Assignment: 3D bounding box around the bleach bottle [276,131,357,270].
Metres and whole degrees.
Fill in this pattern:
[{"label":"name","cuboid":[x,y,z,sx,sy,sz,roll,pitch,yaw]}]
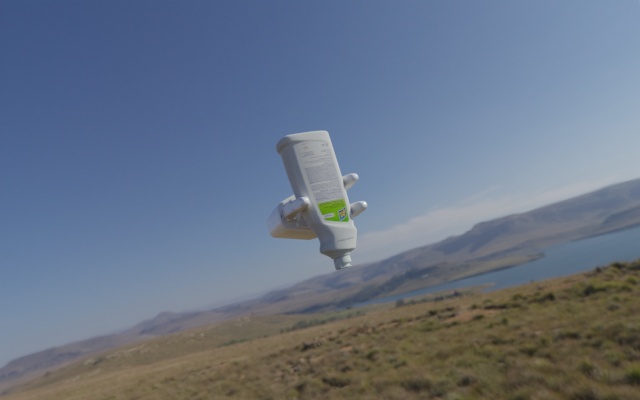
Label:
[{"label":"bleach bottle","cuboid":[0.000,0.003,0.864,0.102,0.250,0.068,-12,-11,-24]}]
